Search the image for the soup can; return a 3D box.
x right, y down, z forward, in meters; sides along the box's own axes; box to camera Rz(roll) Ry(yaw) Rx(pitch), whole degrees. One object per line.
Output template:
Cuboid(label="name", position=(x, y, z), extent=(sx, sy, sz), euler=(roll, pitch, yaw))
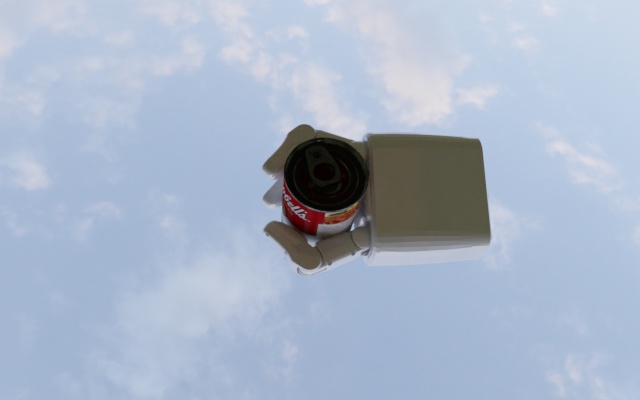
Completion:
Cuboid(label="soup can", position=(0.000, 0.002, 0.419), extent=(0.068, 0.068, 0.102), euler=(0, -27, -6))
